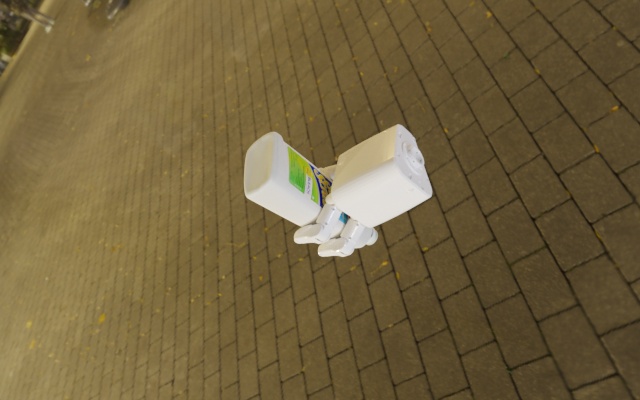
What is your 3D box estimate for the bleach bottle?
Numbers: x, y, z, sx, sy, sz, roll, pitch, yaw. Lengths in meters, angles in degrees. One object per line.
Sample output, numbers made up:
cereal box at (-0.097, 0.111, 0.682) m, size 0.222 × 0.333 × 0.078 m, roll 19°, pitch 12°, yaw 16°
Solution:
bleach bottle at (0.000, 0.002, 0.721) m, size 0.068 × 0.102 × 0.251 m, roll -29°, pitch -43°, yaw 32°
